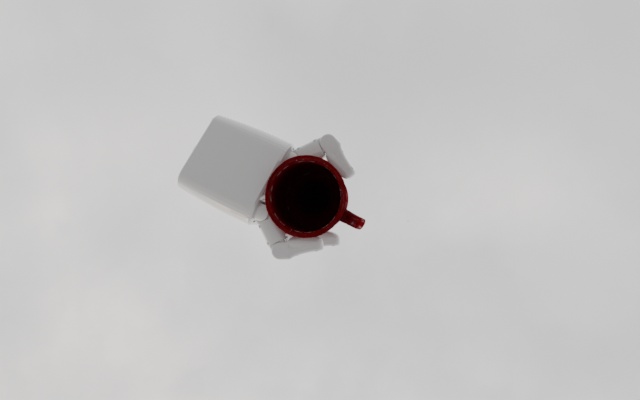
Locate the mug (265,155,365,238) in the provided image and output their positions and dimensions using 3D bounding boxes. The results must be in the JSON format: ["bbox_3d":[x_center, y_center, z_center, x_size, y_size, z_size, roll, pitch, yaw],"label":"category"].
[{"bbox_3d":[0.001,0.002,0.568,0.117,0.093,0.081,25,2,10],"label":"mug"}]
